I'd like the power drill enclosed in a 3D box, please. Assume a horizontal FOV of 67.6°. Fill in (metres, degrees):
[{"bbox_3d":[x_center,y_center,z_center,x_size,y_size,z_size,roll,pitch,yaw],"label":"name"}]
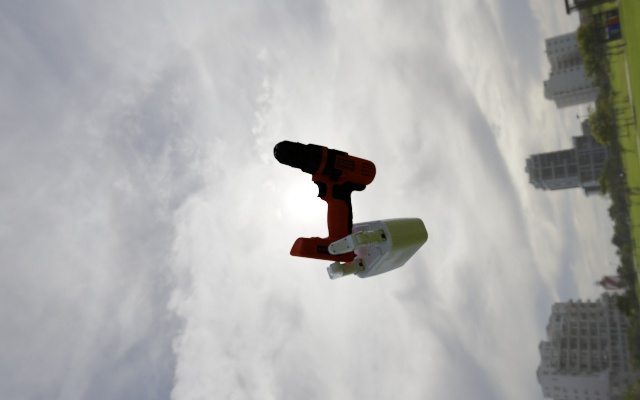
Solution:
[{"bbox_3d":[0.000,0.003,0.781,0.184,0.187,0.057,11,-8,-22],"label":"power drill"}]
